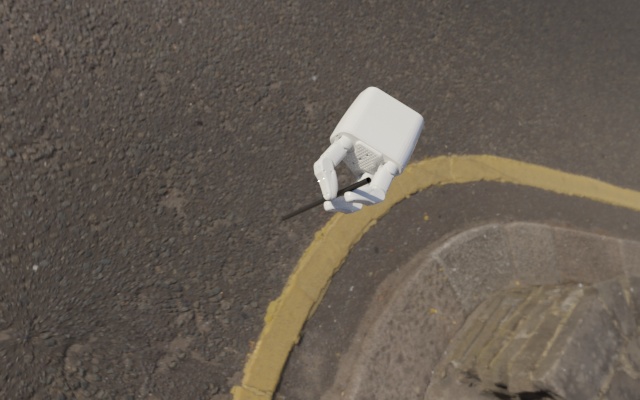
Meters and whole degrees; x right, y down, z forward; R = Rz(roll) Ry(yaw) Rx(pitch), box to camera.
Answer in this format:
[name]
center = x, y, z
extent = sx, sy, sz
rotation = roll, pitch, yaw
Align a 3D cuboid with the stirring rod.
[stirring rod]
center = 0.000, 0.002, 0.705
extent = 0.011, 0.011, 0.239
rotation = 0, -14, -32
